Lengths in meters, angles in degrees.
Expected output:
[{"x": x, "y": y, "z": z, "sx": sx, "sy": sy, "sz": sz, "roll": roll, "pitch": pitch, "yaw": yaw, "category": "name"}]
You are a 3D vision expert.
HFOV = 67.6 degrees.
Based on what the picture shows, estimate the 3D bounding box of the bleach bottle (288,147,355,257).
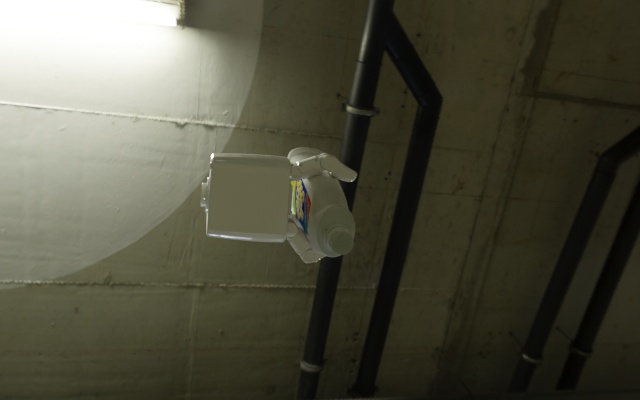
[{"x": 0.000, "y": 0.002, "z": 0.674, "sx": 0.068, "sy": 0.102, "sz": 0.250, "roll": 3, "pitch": 18, "yaw": -14, "category": "bleach bottle"}]
